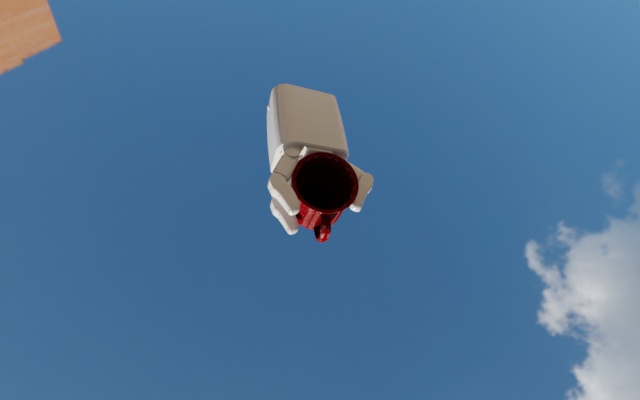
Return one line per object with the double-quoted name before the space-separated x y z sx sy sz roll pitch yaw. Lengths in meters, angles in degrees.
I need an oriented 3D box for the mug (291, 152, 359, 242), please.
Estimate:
"mug" 0.000 0.004 0.672 0.093 0.117 0.081 -1 -24 -14
